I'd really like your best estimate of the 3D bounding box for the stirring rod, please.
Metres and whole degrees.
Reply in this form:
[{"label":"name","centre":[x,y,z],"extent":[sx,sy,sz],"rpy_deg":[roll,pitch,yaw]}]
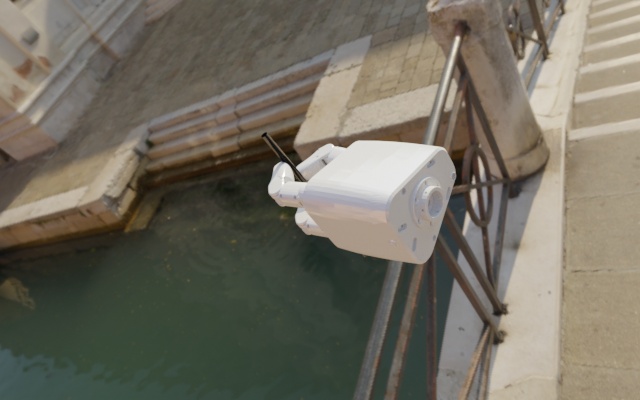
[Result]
[{"label":"stirring rod","centre":[0.000,0.002,0.597],"extent":[0.011,0.011,0.240],"rpy_deg":[0,-38,41]}]
